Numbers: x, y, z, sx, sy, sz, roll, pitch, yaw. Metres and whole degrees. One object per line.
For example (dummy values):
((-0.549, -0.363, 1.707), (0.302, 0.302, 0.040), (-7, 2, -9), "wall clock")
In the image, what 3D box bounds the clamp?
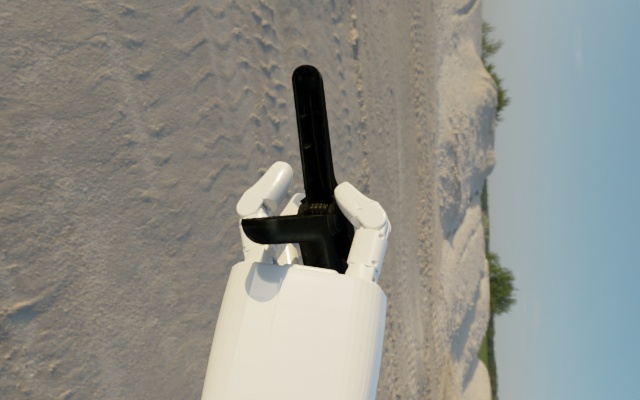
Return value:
((0.001, 0.002, 0.418), (0.036, 0.164, 0.210), (0, -30, 20), "clamp")
